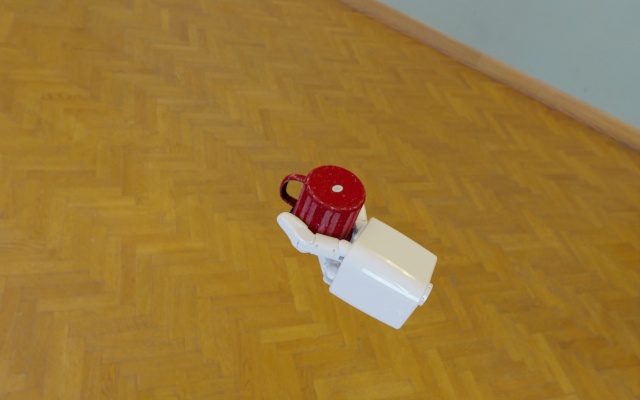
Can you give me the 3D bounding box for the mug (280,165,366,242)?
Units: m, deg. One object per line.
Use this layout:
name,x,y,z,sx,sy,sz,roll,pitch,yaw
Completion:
mug,-0.001,0.001,0.633,0.117,0.082,0.093,29,46,7
